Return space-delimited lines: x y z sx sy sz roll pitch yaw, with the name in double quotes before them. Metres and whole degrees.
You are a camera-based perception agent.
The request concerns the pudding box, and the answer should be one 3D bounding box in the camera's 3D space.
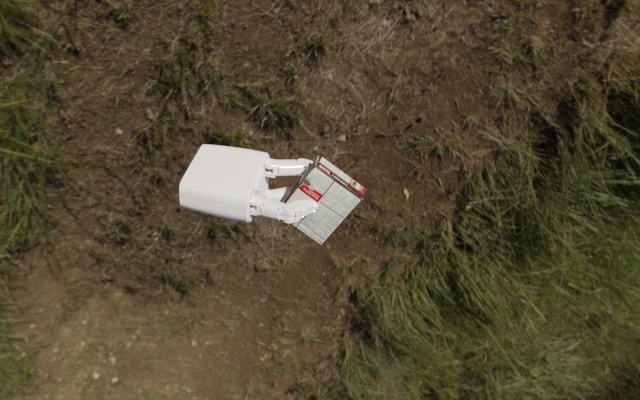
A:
"pudding box" 0.000 0.002 0.722 0.090 0.113 0.039 35 31 -9
